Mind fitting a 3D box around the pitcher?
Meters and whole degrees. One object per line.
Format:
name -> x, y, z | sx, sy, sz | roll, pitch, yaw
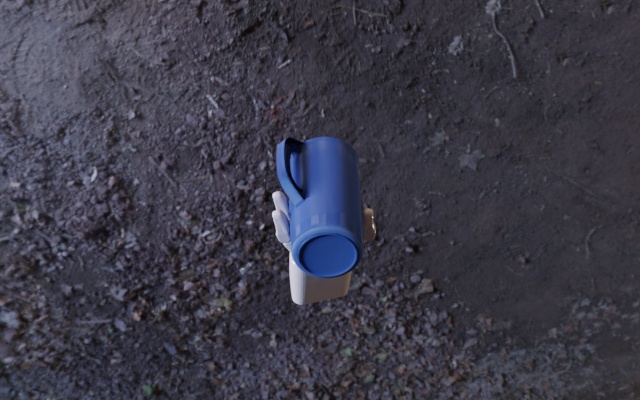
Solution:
pitcher -> 0.000, 0.003, 0.792 | 0.149, 0.145, 0.242 | 1, 37, -2
